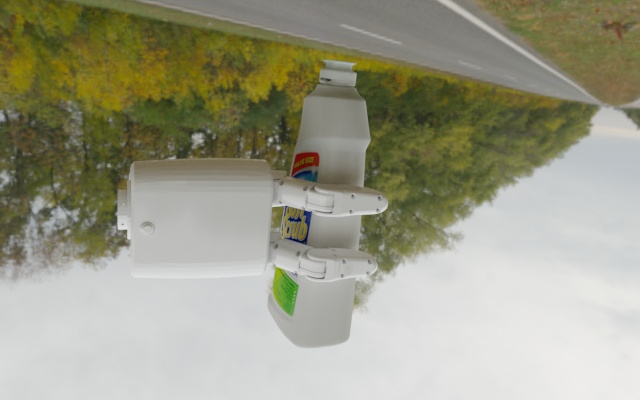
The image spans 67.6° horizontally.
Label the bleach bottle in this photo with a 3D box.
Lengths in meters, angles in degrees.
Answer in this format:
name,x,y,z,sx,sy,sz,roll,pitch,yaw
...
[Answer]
name,x,y,z,sx,sy,sz,roll,pitch,yaw
bleach bottle,0.000,0.002,0.440,0.068,0.251,0.102,0,16,-23
